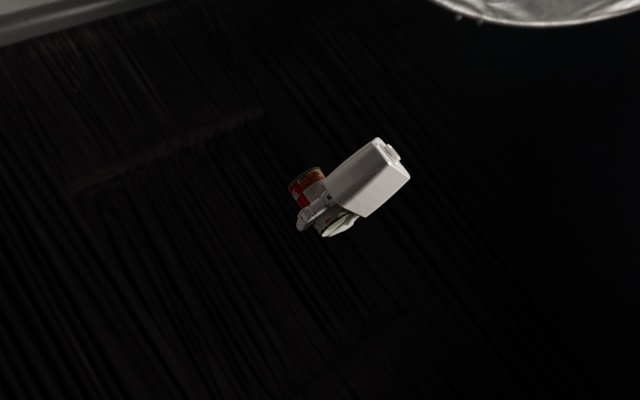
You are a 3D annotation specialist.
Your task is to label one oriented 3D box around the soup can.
[{"bbox_3d":[0.000,0.003,0.826,0.068,0.102,0.068,-33,-14,-10],"label":"soup can"}]
